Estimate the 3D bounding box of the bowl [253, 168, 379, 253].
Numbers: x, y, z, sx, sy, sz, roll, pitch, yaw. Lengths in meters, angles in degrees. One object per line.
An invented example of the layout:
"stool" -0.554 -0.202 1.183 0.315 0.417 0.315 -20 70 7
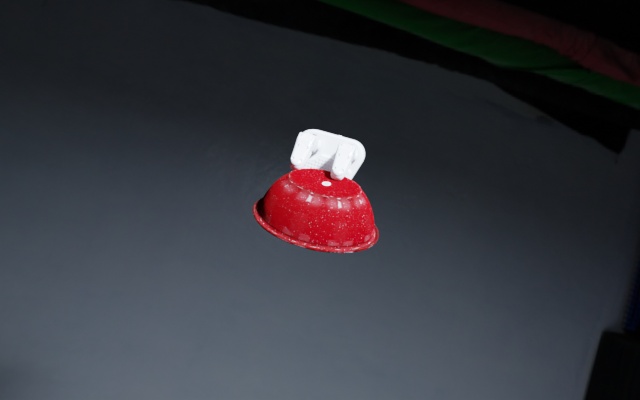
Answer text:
"bowl" 0.000 0.002 0.593 0.162 0.055 0.162 11 22 -5
